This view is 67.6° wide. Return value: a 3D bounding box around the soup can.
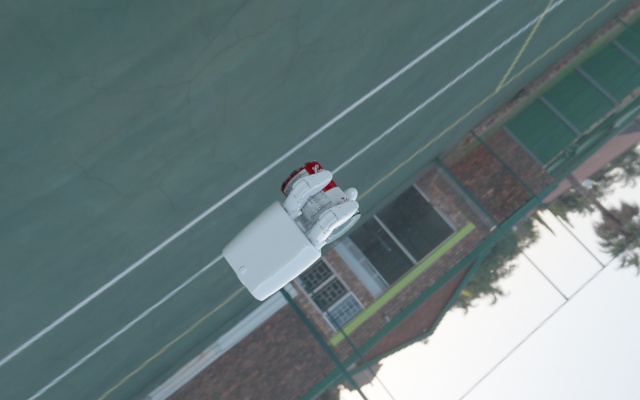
[{"bbox_3d":[0.001,0.002,0.679,0.068,0.102,0.068,-36,-15,-11],"label":"soup can"}]
